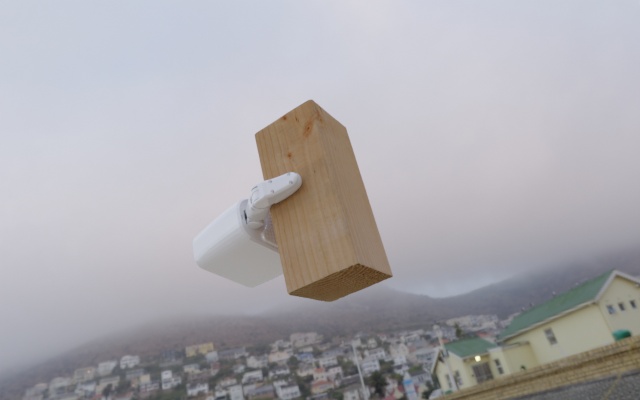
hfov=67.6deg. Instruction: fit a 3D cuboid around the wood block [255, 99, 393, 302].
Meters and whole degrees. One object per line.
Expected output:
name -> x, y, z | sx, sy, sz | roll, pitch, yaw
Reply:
wood block -> 0.000, 0.002, 0.557 | 0.090, 0.206, 0.091 | -27, -28, 23
